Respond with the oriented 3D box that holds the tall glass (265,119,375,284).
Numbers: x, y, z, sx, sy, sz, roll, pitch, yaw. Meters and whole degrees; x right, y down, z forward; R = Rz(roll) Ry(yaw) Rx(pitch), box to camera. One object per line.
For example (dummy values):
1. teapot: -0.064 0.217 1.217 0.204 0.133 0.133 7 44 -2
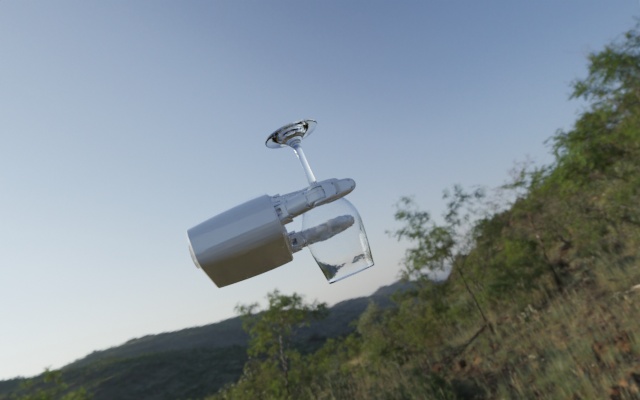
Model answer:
1. tall glass: 0.000 0.001 0.608 0.079 0.201 0.079 -23 -11 -5
